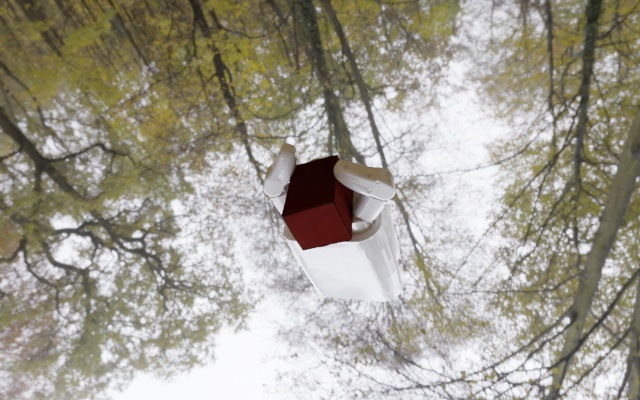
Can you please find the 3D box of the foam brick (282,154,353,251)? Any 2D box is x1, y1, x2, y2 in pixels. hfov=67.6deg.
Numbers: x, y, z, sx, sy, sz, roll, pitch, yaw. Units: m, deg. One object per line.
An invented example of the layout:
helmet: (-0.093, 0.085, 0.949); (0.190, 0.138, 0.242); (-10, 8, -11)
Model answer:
foam brick: (0.000, 0.002, 0.466); (0.053, 0.051, 0.078); (-13, 37, 17)
